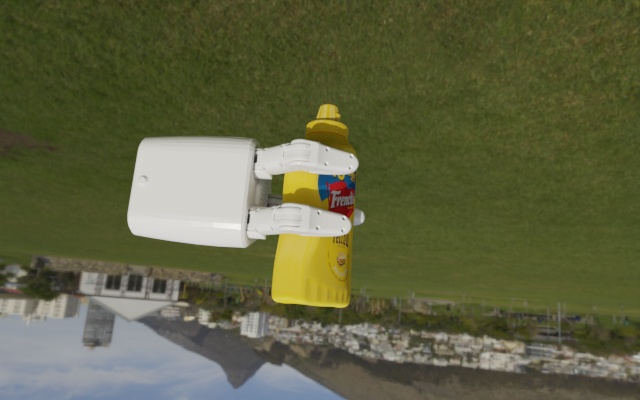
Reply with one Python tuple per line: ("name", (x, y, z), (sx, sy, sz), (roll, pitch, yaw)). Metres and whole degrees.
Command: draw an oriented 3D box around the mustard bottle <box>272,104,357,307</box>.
("mustard bottle", (0.000, 0.002, 0.451), (0.058, 0.191, 0.096), (-2, -14, 30))
